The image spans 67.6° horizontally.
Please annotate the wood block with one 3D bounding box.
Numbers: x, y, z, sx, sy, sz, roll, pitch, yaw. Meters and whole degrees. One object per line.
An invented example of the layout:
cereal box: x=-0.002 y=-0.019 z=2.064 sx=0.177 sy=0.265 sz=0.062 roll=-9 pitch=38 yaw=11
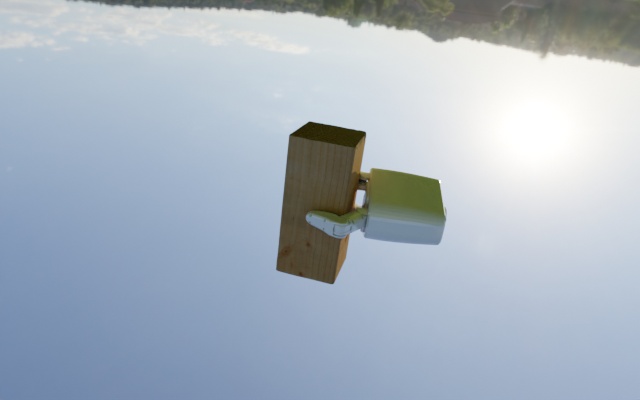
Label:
wood block: x=0.000 y=0.003 z=0.685 sx=0.090 sy=0.206 sz=0.090 roll=12 pitch=24 yaw=12
